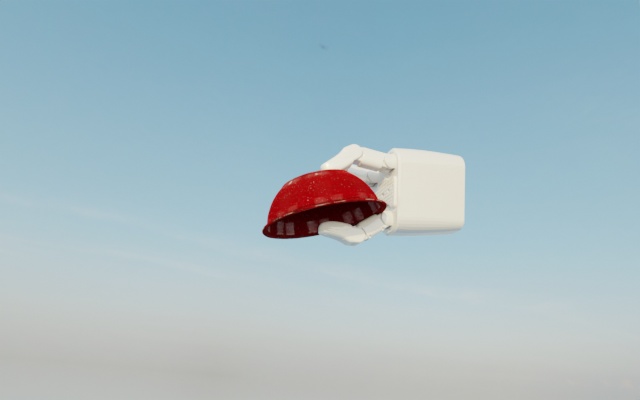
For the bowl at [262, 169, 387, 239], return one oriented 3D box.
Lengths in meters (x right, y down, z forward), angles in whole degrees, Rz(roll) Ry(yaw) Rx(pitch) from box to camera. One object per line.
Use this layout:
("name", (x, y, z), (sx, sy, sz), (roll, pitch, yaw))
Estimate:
("bowl", (-0.001, 0.002, 0.612), (0.162, 0.055, 0.162), (-12, -15, -3))
